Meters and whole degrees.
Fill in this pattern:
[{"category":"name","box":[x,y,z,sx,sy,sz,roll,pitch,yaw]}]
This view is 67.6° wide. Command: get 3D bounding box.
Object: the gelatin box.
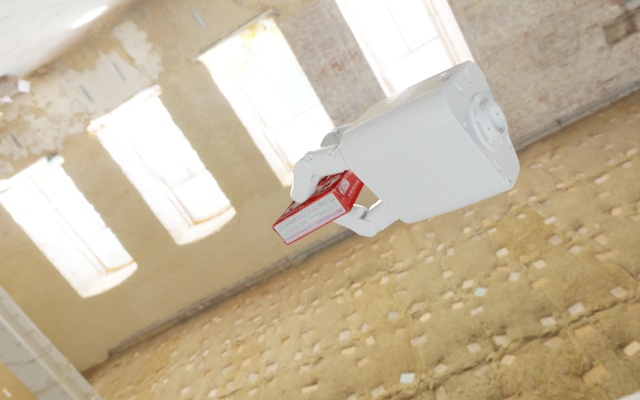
[{"category":"gelatin box","box":[0.000,0.002,0.501,0.089,0.030,0.073,-31,13,32]}]
